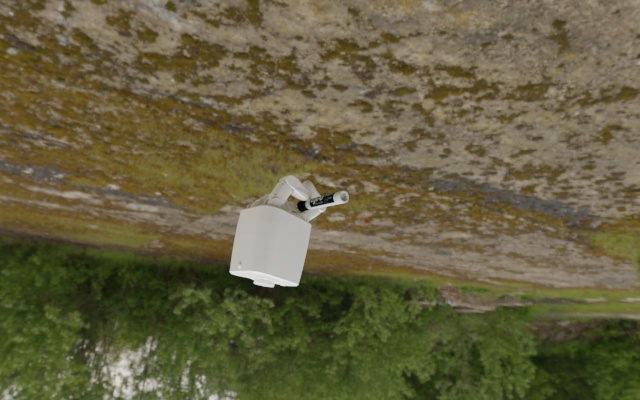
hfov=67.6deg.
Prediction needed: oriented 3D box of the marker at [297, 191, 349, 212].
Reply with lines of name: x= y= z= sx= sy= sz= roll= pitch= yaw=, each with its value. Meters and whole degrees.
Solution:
marker: x=0.000 y=0.002 z=0.759 sx=0.020 sy=0.020 sz=0.121 roll=0 pitch=-8 yaw=-37
